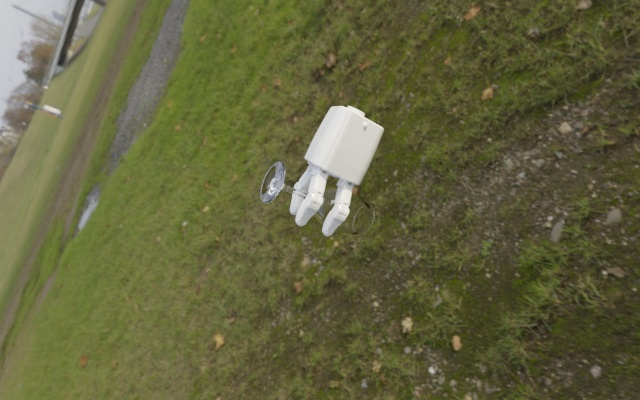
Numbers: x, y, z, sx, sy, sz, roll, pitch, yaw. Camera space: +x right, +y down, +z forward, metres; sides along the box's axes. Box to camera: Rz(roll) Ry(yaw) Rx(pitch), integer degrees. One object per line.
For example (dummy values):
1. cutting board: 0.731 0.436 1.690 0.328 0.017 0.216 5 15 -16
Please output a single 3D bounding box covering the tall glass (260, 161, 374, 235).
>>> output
1. tall glass: -0.001 0.003 0.836 0.201 0.079 0.079 23 -12 -30
